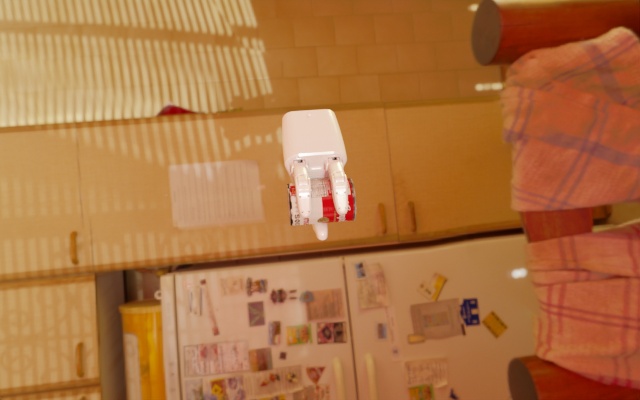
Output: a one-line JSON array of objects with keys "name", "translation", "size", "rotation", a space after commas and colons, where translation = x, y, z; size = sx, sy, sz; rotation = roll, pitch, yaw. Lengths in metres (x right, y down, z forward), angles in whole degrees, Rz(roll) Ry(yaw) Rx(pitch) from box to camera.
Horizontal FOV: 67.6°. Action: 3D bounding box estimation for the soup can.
[{"name": "soup can", "translation": [0.000, 0.003, 0.751], "size": [0.102, 0.068, 0.068], "rotation": [-5, 0, -6]}]
